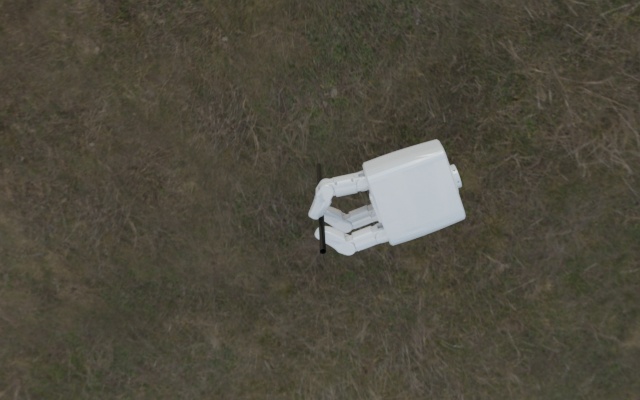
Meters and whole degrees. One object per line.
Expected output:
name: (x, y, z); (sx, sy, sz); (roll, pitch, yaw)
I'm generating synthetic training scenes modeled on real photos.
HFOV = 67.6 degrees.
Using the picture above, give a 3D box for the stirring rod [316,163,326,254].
stirring rod: (0.000, 0.002, 0.696); (0.011, 0.011, 0.239); (0, 31, -2)
